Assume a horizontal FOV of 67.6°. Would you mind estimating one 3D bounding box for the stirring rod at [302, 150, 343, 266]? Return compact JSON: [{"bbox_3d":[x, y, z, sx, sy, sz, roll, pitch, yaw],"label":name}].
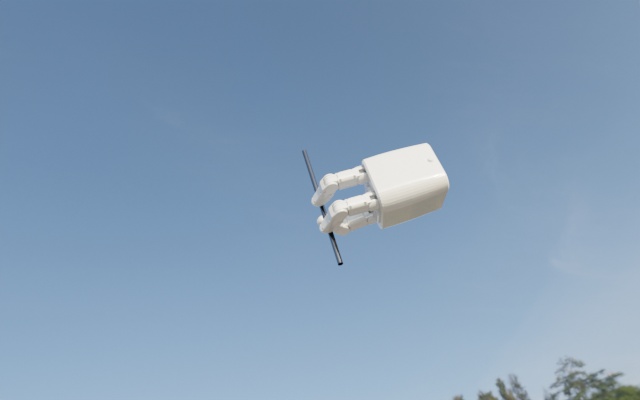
[{"bbox_3d":[0.000,0.003,0.760,0.011,0.239,0.011,-11,-40,-9],"label":"stirring rod"}]
